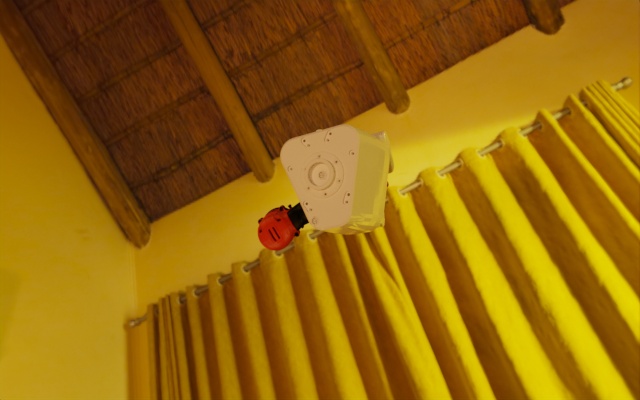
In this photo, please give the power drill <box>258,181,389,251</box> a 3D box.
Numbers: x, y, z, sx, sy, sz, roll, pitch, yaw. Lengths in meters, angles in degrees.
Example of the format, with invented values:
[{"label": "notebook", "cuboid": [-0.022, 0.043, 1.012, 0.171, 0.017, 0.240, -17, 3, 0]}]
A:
[{"label": "power drill", "cuboid": [0.000, 0.002, 0.681, 0.187, 0.057, 0.184, -33, 5, 2]}]
